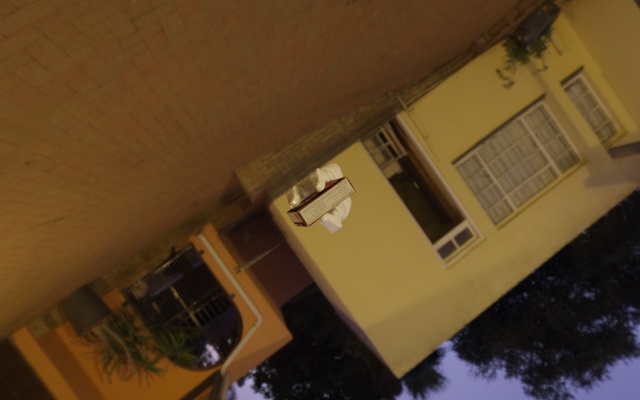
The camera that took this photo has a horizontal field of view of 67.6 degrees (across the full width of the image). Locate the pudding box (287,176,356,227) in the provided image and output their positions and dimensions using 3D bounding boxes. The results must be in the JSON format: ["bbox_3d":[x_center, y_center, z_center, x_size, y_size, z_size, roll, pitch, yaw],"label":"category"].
[{"bbox_3d":[0.000,0.003,0.873,0.113,0.039,0.090,-38,7,-14],"label":"pudding box"}]
